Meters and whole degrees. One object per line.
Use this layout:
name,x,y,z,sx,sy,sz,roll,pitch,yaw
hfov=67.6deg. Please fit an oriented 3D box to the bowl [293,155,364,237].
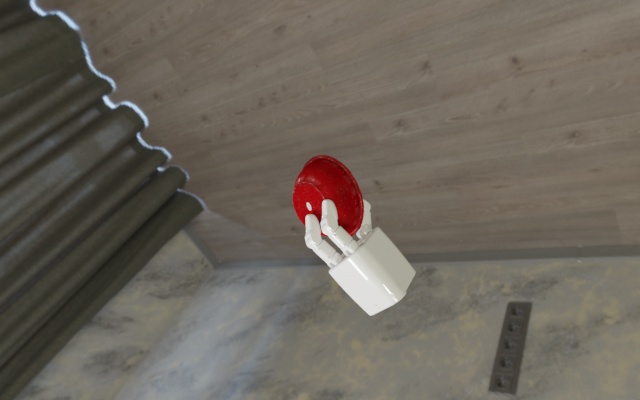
bowl,-0.001,0.002,0.856,0.055,0.162,0.162,-24,15,-39
